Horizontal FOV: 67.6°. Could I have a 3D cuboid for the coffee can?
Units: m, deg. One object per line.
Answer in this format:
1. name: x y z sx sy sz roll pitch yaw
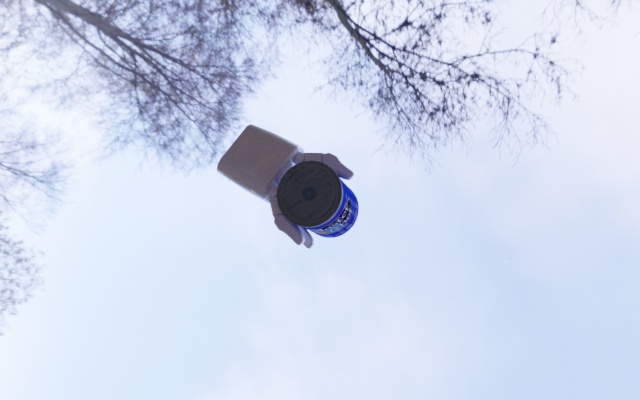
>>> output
1. coffee can: 0.000 0.003 0.780 0.103 0.102 0.140 0 -11 15
